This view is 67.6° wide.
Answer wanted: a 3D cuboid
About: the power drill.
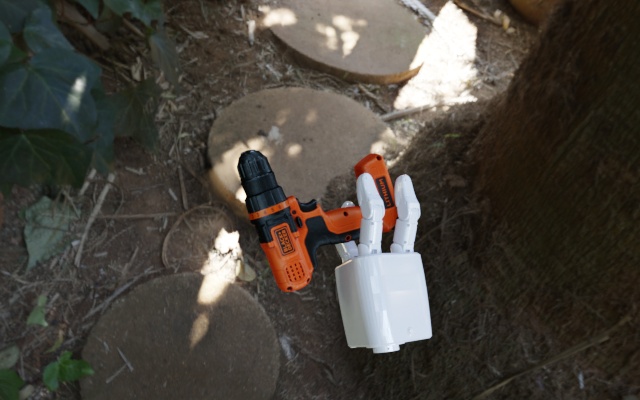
[{"bbox_3d":[0.001,0.002,0.617,0.187,0.184,0.057,-20,7,-16],"label":"power drill"}]
